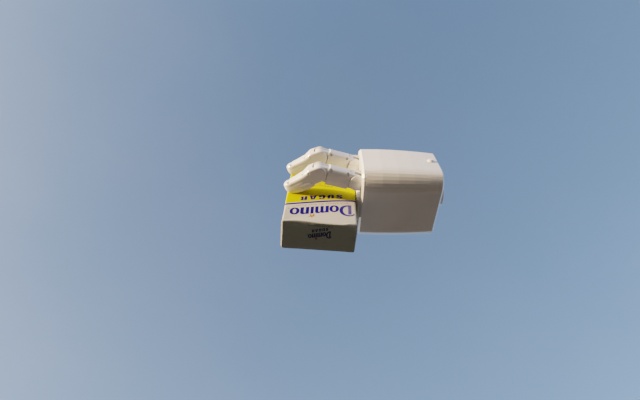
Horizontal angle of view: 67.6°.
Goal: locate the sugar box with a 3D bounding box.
[{"bbox_3d":[0.000,0.002,0.647,0.093,0.048,0.176,4,26,-1],"label":"sugar box"}]
